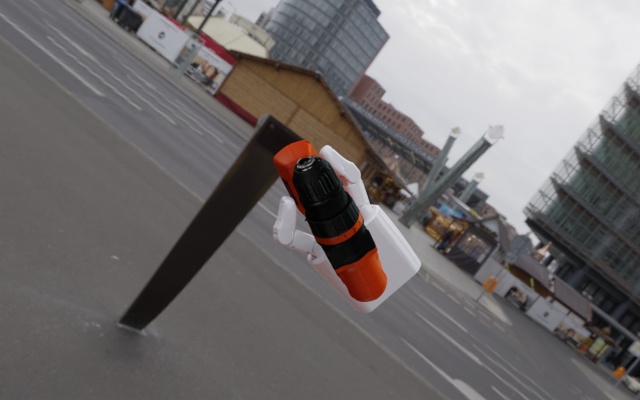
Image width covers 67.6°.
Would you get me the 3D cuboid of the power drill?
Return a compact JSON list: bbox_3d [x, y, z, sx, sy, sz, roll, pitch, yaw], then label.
[{"bbox_3d":[0.000,0.002,0.534,0.057,0.184,0.187,-27,33,-2],"label":"power drill"}]
